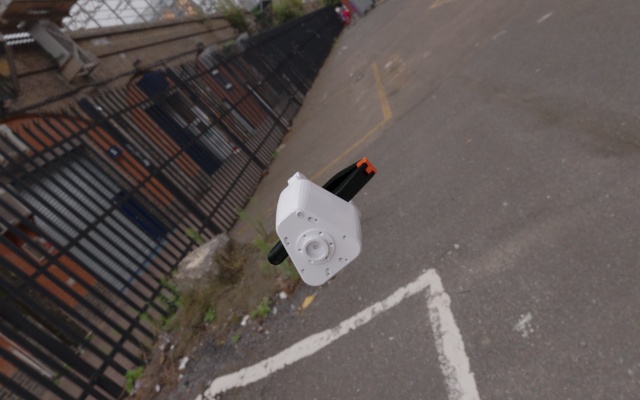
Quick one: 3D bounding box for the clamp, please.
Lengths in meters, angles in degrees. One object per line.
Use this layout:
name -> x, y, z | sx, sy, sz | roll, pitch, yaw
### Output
clamp -> 0.000, 0.002, 0.773 | 0.210, 0.036, 0.164 | -40, 17, 14
